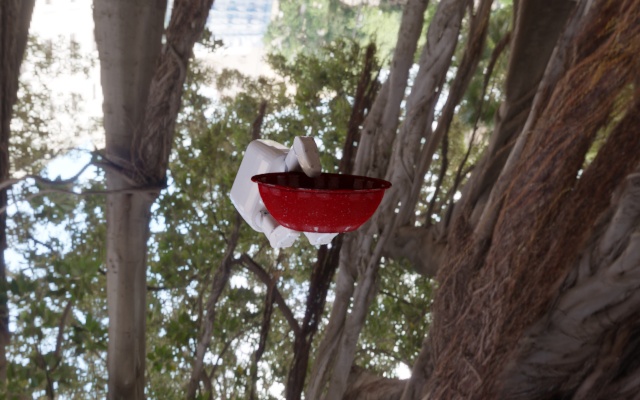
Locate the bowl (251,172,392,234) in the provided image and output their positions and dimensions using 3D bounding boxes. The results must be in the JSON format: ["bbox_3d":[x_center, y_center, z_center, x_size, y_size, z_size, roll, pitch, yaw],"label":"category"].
[{"bbox_3d":[0.000,0.002,0.550,0.162,0.055,0.162,3,9,0],"label":"bowl"}]
